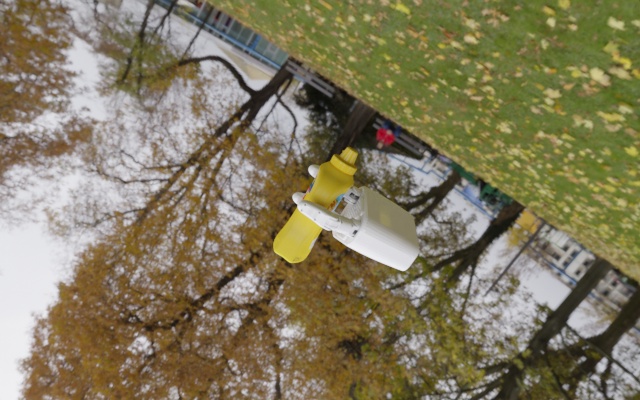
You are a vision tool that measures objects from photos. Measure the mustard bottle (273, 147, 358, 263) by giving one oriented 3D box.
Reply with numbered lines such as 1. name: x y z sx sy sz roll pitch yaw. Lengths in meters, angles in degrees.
1. mustard bottle: 0.000 0.002 0.738 0.058 0.192 0.096 35 16 6
